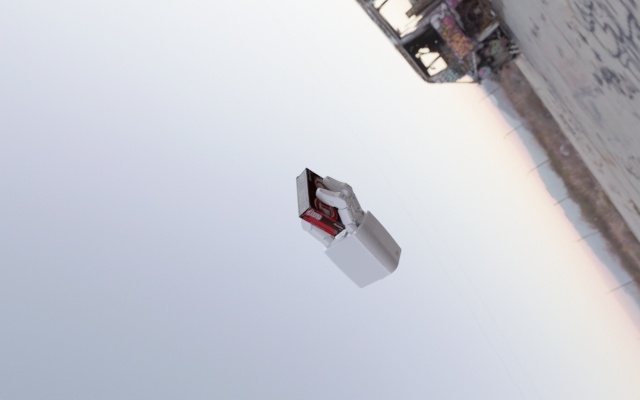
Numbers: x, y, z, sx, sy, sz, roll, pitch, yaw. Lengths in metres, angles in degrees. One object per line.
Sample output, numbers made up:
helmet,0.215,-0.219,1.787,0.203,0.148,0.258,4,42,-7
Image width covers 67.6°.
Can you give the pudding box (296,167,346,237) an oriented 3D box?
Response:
pudding box,0.000,0.003,0.890,0.090,0.113,0.039,31,-60,-31
